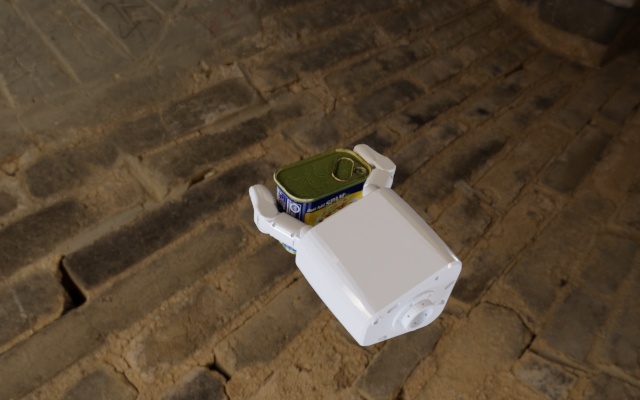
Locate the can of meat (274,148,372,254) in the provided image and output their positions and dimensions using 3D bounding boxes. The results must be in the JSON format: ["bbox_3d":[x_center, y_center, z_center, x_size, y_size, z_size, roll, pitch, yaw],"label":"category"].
[{"bbox_3d":[0.000,0.002,0.516,0.102,0.084,0.057,-22,49,-29],"label":"can of meat"}]
